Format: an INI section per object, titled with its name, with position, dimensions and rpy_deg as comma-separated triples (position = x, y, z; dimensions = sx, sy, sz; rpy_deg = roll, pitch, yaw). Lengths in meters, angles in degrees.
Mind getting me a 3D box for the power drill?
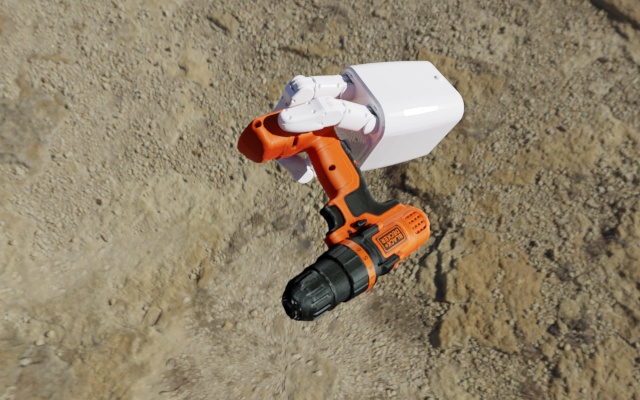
[power drill]
position = 0.000, 0.001, 0.459
dimensions = 0.184, 0.187, 0.057
rpy_deg = -27, -10, -39
